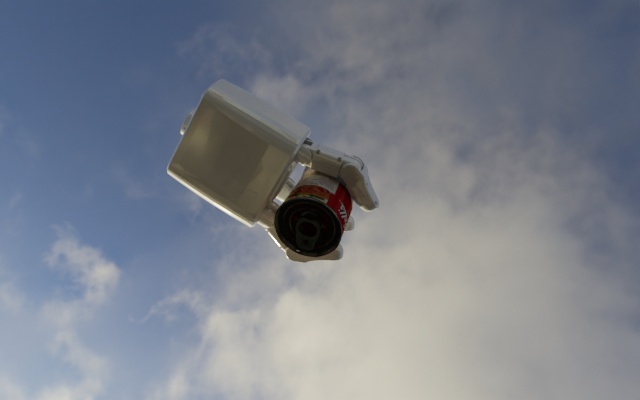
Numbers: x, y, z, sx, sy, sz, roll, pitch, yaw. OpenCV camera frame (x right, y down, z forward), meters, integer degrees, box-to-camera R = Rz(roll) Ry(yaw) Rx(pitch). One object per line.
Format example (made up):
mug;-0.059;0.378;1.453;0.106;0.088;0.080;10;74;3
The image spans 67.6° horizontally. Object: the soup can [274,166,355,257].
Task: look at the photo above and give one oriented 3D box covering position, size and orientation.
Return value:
soup can;0.001;0.002;0.496;0.068;0.068;0.102;0;30;17
